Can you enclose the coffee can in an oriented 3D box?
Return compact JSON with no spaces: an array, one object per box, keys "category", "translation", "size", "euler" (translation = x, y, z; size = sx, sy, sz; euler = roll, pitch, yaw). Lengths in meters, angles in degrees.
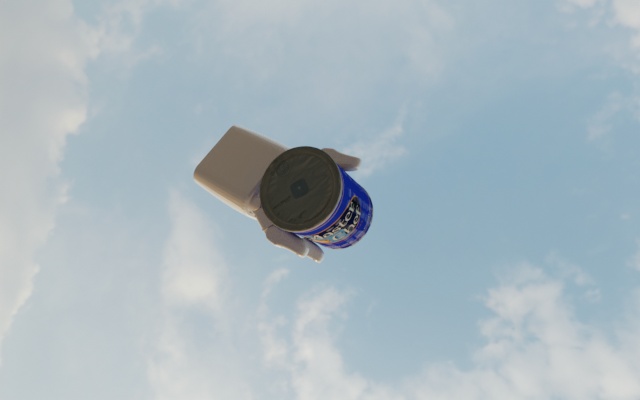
[{"category":"coffee can","translation":[0.000,0.002,0.611],"size":[0.103,0.102,0.140],"euler":[0,-14,22]}]
